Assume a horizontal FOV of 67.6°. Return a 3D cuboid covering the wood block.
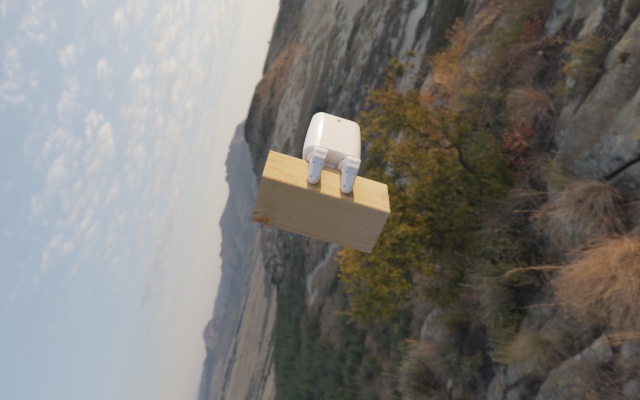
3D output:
[{"bbox_3d":[0.000,0.003,0.788,0.206,0.091,0.090,16,33,-7],"label":"wood block"}]
